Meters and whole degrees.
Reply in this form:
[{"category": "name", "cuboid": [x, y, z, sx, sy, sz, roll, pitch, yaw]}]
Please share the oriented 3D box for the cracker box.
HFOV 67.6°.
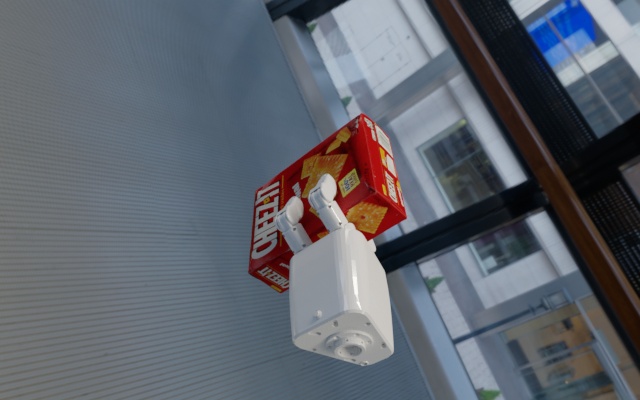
[{"category": "cracker box", "cuboid": [0.000, 0.002, 0.642, 0.214, 0.164, 0.072, -33, -54, 26]}]
